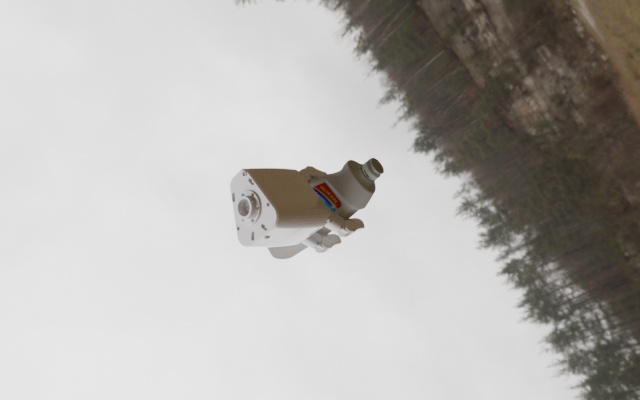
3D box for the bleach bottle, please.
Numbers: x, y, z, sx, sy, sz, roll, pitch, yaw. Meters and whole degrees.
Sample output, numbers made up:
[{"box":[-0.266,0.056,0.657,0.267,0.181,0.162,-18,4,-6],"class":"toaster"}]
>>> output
[{"box":[0.000,0.003,0.793,0.251,0.102,0.068,-37,-23,34],"class":"bleach bottle"}]
